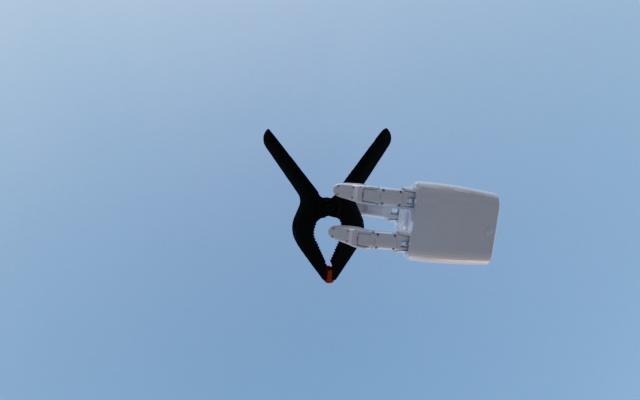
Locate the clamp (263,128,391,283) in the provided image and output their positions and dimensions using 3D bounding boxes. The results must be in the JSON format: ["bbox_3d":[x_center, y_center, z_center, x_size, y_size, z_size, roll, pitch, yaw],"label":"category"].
[{"bbox_3d":[0.000,0.003,0.627,0.164,0.210,0.036,6,7,-4],"label":"clamp"}]
